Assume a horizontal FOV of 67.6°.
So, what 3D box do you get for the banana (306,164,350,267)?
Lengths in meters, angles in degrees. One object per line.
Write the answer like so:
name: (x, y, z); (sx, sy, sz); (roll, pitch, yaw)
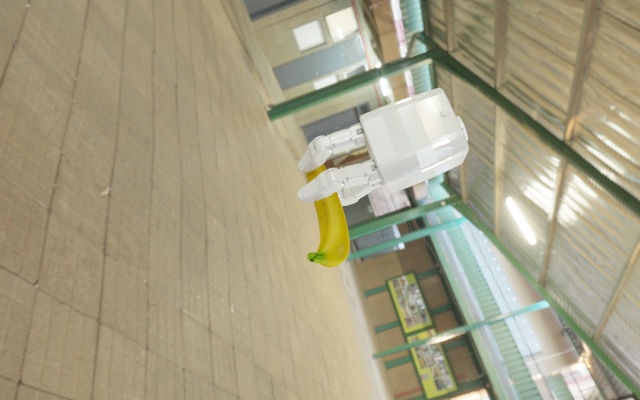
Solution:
banana: (0.008, 0.017, 0.605); (0.037, 0.070, 0.197); (-22, 39, 13)
